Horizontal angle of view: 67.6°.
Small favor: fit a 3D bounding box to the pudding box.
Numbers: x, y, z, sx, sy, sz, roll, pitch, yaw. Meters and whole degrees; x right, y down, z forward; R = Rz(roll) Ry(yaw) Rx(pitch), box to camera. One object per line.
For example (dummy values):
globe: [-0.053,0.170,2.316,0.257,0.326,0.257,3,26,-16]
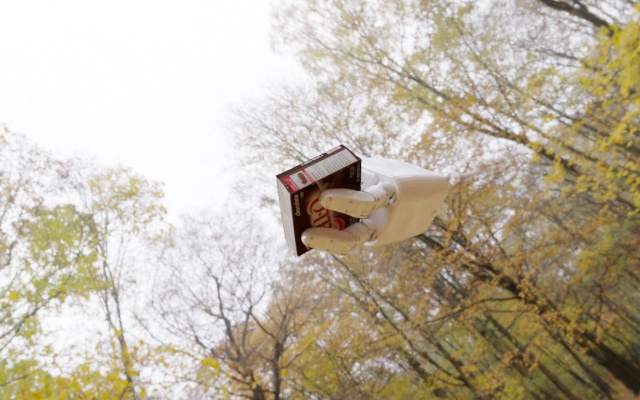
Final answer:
pudding box: [0.000,0.002,0.539,0.090,0.114,0.039,-28,51,-20]
